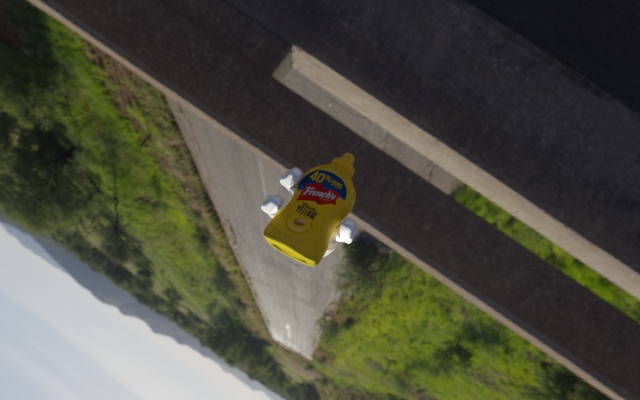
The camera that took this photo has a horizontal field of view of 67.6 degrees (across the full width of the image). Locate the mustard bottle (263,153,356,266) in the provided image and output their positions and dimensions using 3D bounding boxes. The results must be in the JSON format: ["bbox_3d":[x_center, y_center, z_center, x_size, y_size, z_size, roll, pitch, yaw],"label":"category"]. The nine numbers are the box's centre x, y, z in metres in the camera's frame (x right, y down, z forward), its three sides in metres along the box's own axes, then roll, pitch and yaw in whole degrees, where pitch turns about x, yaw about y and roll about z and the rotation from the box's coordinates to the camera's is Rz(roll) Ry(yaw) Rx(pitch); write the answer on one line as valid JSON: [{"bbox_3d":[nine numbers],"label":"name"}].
[{"bbox_3d":[0.000,0.003,0.750,0.096,0.191,0.058,24,-22,22],"label":"mustard bottle"}]
